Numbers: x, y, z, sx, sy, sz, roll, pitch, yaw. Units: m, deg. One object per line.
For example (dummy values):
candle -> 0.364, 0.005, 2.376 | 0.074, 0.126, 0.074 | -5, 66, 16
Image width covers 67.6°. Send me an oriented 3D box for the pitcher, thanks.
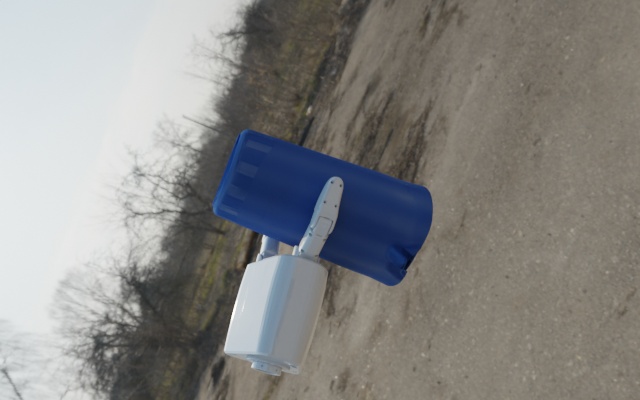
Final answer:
pitcher -> 0.000, 0.002, 0.588 | 0.243, 0.145, 0.149 | 21, -24, -13
